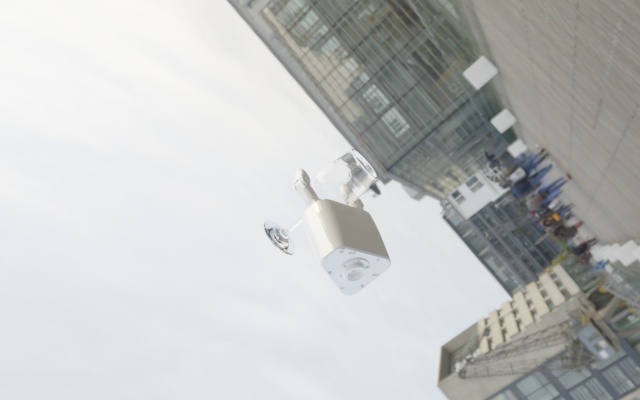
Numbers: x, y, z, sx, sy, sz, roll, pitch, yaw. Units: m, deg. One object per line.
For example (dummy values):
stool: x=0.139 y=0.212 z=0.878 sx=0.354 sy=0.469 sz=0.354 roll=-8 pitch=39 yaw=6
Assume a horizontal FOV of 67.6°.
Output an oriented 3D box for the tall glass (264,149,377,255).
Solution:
tall glass: x=0.000 y=0.003 z=0.799 sx=0.201 sy=0.079 sz=0.079 roll=-41 pitch=-14 yaw=17
